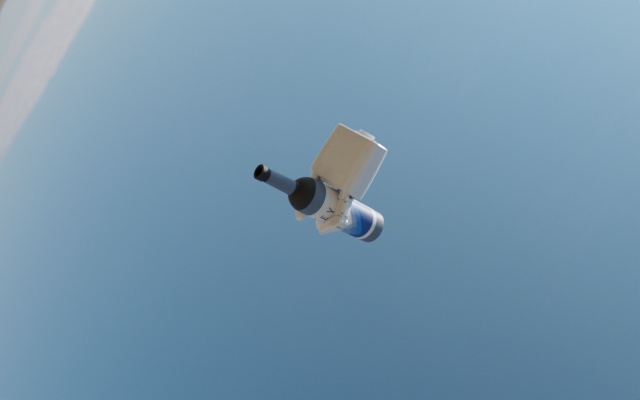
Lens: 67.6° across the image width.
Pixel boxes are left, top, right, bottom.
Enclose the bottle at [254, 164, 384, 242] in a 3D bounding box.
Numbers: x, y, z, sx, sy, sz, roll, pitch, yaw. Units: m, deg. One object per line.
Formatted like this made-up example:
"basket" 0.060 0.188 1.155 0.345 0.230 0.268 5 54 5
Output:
"bottle" 0.000 0.003 0.889 0.296 0.069 0.069 26 -17 -38
